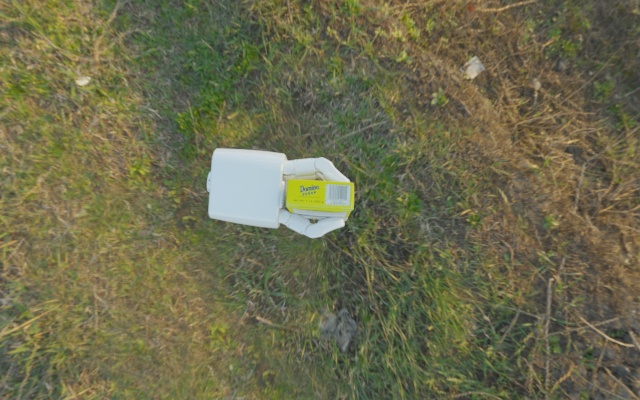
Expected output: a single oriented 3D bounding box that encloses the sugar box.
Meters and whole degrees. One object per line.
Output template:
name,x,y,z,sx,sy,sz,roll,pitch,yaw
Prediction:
sugar box,0.000,0.002,0.731,0.093,0.048,0.176,4,-4,0
